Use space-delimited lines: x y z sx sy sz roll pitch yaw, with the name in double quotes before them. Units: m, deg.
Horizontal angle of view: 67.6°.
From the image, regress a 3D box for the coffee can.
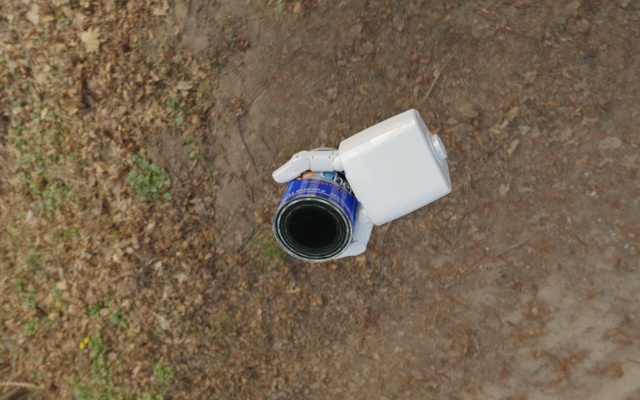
"coffee can" 0.000 0.002 0.658 0.103 0.103 0.140 0 31 10
